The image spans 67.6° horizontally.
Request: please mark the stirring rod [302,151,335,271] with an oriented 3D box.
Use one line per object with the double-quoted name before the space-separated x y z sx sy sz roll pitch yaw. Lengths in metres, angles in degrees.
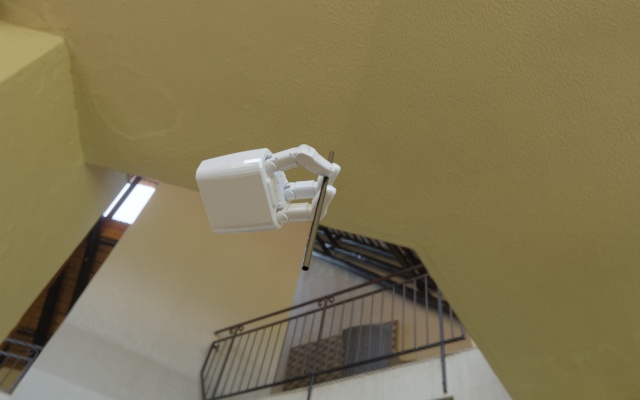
"stirring rod" 0.000 0.002 0.625 0.011 0.011 0.239 0 38 10
